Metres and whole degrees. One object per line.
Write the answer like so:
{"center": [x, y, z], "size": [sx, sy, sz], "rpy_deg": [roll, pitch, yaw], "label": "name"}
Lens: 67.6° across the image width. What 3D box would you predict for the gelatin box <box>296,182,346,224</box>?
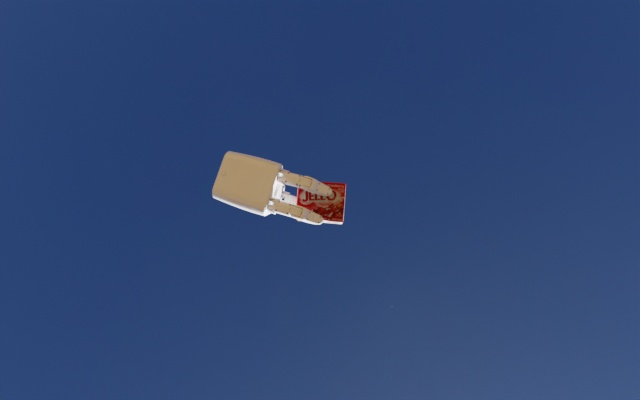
{"center": [0.000, 0.003, 0.881], "size": [0.089, 0.073, 0.030], "rpy_deg": [5, -10, 0], "label": "gelatin box"}
